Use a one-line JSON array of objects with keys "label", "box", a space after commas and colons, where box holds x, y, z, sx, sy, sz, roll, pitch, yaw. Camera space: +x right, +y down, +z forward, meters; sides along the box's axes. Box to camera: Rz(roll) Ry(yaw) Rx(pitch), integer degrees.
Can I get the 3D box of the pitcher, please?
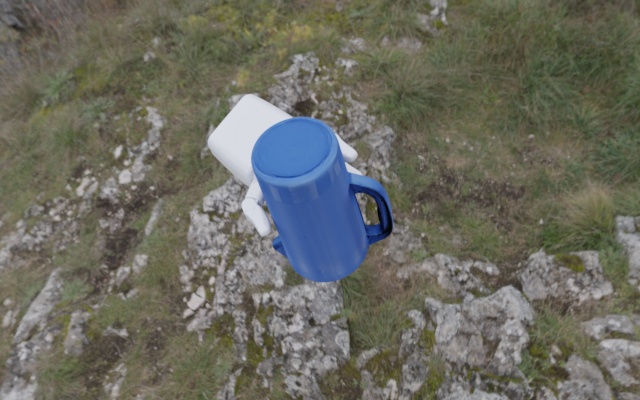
[{"label": "pitcher", "box": [0.000, 0.002, 0.657, 0.145, 0.149, 0.243, 36, -20, 30]}]
